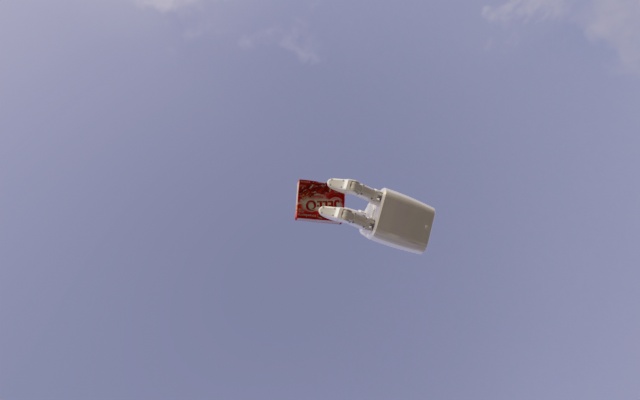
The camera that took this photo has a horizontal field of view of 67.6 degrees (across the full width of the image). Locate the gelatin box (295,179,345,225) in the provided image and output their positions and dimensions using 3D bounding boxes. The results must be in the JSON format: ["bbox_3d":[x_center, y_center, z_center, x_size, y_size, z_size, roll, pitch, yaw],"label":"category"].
[{"bbox_3d":[0.000,0.003,0.878,0.089,0.073,0.030,6,-14,-8],"label":"gelatin box"}]
